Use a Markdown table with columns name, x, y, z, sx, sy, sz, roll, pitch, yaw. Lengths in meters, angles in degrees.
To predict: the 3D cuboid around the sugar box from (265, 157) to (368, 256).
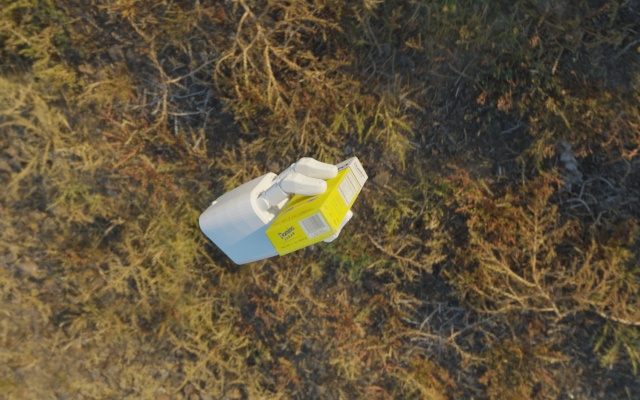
| name | x | y | z | sx | sy | sz | roll | pitch | yaw |
| --- | --- | --- | --- | --- | --- | --- | --- | --- | --- |
| sugar box | 0.000 | 0.002 | 0.668 | 0.093 | 0.048 | 0.176 | -23 | 19 | 27 |
